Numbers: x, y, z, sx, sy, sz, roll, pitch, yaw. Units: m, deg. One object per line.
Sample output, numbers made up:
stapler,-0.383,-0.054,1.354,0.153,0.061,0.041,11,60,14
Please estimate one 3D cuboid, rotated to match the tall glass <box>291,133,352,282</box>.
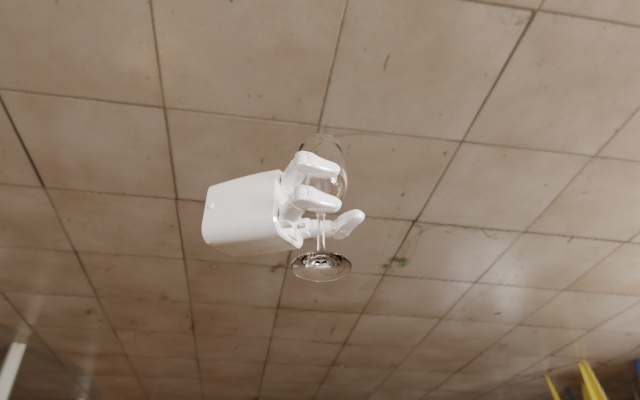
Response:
tall glass,0.000,0.003,0.642,0.079,0.200,0.079,0,-36,0
